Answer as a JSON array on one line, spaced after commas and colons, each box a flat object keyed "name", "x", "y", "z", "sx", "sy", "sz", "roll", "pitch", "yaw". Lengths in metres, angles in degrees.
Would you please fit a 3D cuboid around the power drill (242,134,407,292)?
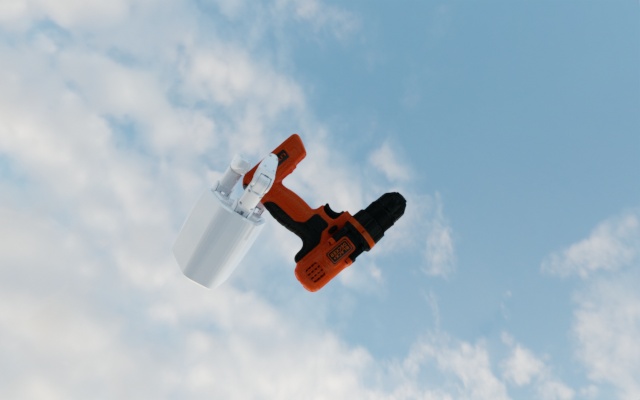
[{"name": "power drill", "x": 0.000, "y": 0.002, "z": 0.653, "sx": 0.184, "sy": 0.187, "sz": 0.057, "roll": -40, "pitch": -5, "yaw": -9}]
